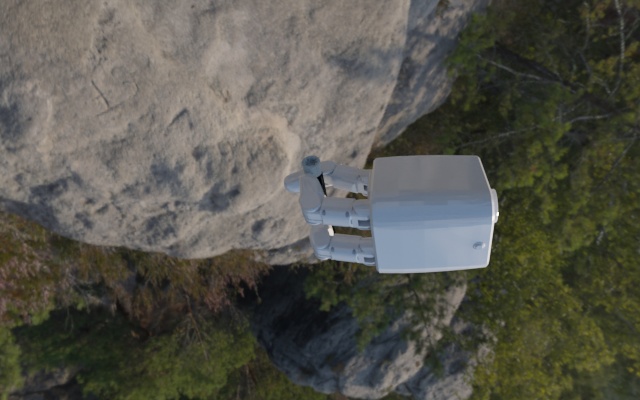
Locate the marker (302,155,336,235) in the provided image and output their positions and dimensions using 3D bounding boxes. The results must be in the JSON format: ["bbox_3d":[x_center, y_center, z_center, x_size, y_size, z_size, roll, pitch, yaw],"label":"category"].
[{"bbox_3d":[0.000,0.002,0.523,0.020,0.020,0.121,0,-43,13],"label":"marker"}]
